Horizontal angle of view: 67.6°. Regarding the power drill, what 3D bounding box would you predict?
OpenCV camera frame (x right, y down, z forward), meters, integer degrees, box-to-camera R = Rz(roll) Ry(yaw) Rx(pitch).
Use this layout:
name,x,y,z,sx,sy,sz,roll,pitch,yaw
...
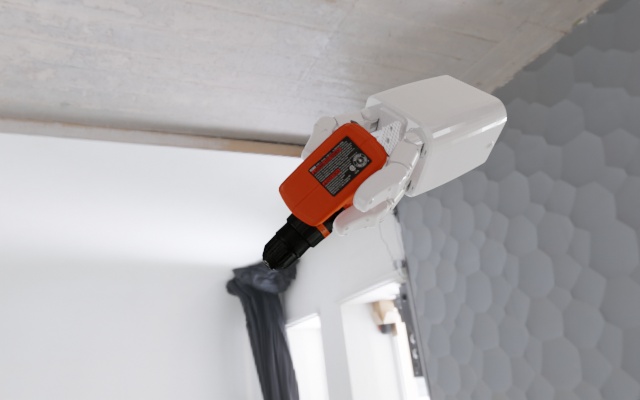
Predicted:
name,x,y,z,sx,sy,sz,roll,pitch,yaw
power drill,0.000,0.001,0.519,0.057,0.184,0.188,44,-8,6
